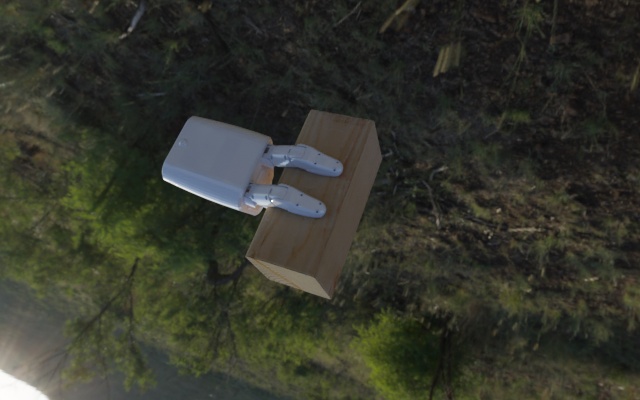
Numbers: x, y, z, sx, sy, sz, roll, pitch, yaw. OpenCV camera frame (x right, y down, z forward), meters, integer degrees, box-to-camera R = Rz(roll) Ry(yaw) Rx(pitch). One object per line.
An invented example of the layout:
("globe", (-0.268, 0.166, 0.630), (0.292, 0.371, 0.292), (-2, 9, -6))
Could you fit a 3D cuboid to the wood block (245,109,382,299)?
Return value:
("wood block", (0.000, 0.002, 0.592), (0.090, 0.206, 0.091), (14, -22, 20))
